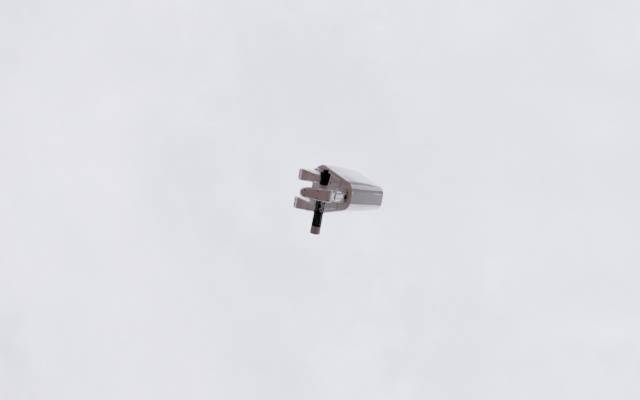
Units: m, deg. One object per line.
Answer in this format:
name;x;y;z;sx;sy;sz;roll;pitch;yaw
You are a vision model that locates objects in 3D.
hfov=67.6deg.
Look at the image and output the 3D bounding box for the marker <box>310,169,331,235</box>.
marker;0.000;0.003;0.881;0.020;0.121;0.020;10;7;-1
